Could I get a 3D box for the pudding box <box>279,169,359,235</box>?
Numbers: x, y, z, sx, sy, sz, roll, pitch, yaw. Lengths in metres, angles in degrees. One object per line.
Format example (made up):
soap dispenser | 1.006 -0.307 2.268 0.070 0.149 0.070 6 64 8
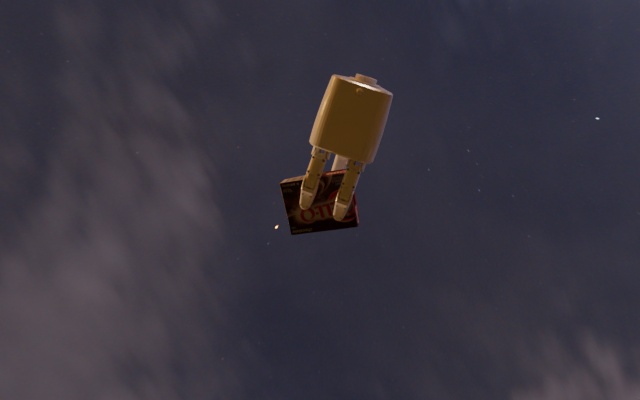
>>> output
pudding box | 0.000 0.002 0.760 0.113 0.090 0.039 -8 16 14
